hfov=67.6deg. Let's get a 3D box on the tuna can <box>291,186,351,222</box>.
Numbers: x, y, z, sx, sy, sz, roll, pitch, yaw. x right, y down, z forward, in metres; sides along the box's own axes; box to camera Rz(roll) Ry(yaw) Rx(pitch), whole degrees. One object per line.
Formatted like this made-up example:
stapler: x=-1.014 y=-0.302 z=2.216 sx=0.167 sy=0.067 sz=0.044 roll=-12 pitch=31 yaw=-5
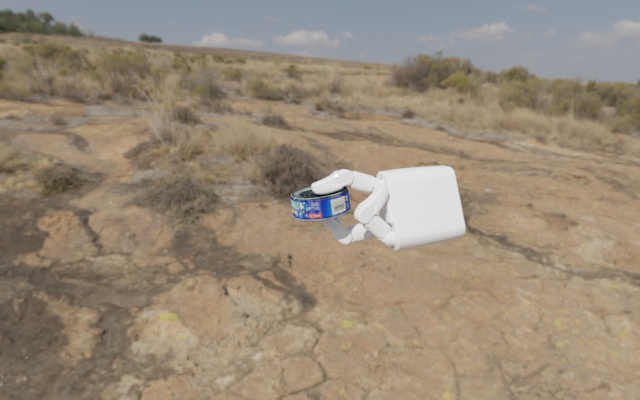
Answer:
tuna can: x=0.000 y=0.002 z=0.693 sx=0.086 sy=0.034 sz=0.086 roll=-8 pitch=14 yaw=2
